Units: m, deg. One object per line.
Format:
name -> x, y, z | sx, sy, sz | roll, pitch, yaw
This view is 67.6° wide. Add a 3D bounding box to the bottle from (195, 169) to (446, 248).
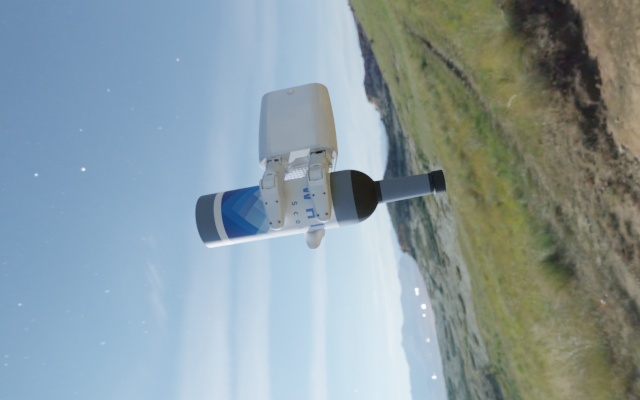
bottle -> 0.000, 0.002, 0.577 | 0.296, 0.069, 0.069 | -10, -2, 9
